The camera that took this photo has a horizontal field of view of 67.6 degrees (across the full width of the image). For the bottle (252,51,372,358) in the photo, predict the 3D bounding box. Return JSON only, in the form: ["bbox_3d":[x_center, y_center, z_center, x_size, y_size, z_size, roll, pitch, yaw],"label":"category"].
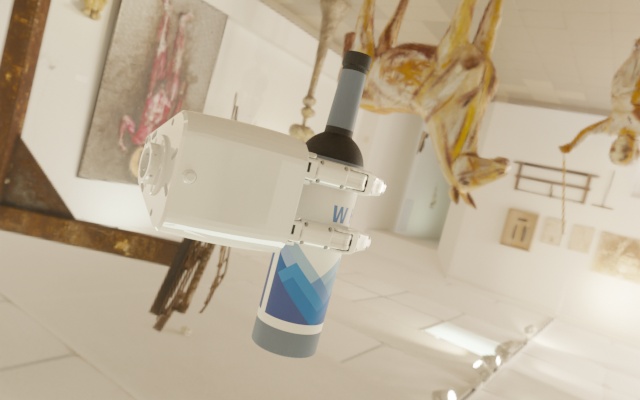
[{"bbox_3d":[0.000,0.002,0.470,0.069,0.296,0.069,15,3,-1],"label":"bottle"}]
